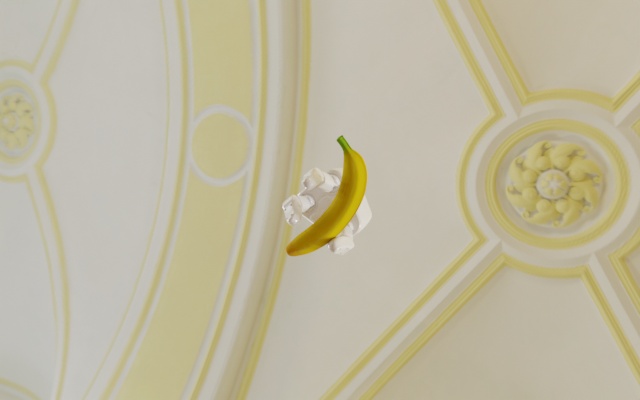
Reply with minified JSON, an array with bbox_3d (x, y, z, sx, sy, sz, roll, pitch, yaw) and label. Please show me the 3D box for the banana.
[{"bbox_3d":[0.018,0.008,0.688,0.069,0.198,0.037,28,17,8],"label":"banana"}]
